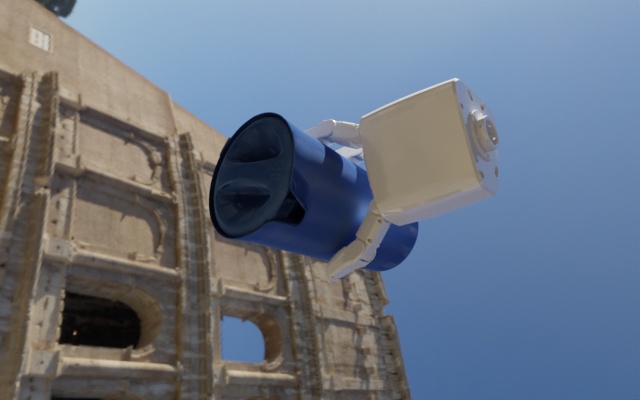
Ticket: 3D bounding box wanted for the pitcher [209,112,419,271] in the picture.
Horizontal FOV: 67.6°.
[{"bbox_3d":[0.000,0.002,0.557,0.145,0.149,0.243,-22,-32,37],"label":"pitcher"}]
